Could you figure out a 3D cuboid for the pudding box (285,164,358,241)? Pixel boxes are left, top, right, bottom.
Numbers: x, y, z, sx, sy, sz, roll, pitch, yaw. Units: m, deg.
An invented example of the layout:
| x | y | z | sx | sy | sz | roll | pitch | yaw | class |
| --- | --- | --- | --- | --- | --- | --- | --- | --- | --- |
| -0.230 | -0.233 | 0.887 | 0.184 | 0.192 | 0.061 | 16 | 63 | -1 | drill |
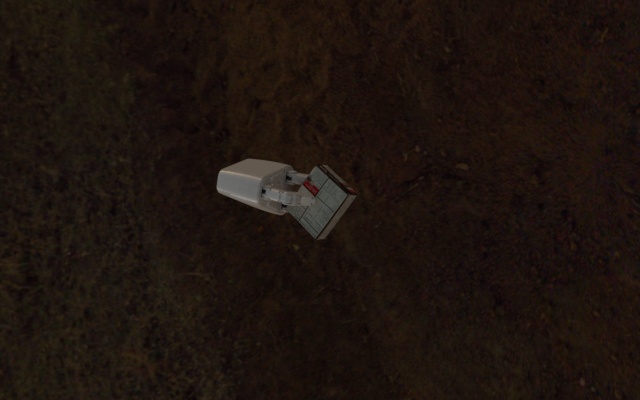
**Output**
| x | y | z | sx | sy | sz | roll | pitch | yaw | class |
| --- | --- | --- | --- | --- | --- | --- | --- | --- | --- |
| 0.000 | 0.003 | 0.872 | 0.090 | 0.113 | 0.039 | 44 | 23 | 20 | pudding box |
